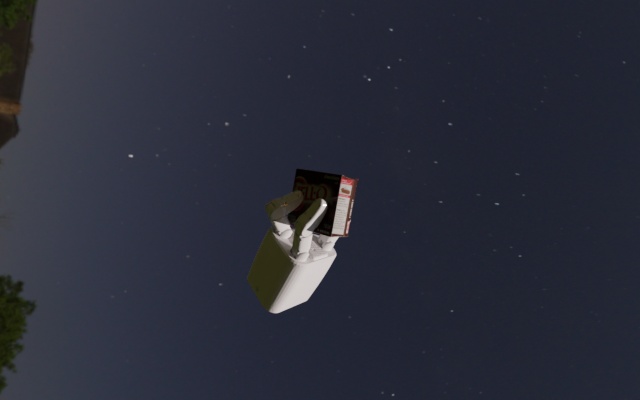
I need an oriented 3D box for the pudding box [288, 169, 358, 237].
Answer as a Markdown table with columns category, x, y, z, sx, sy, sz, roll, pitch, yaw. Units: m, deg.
| category | x | y | z | sx | sy | sz | roll | pitch | yaw |
| --- | --- | --- | --- | --- | --- | --- | --- | --- | --- |
| pudding box | 0.000 | 0.002 | 0.718 | 0.039 | 0.090 | 0.113 | 8 | 3 | -42 |
